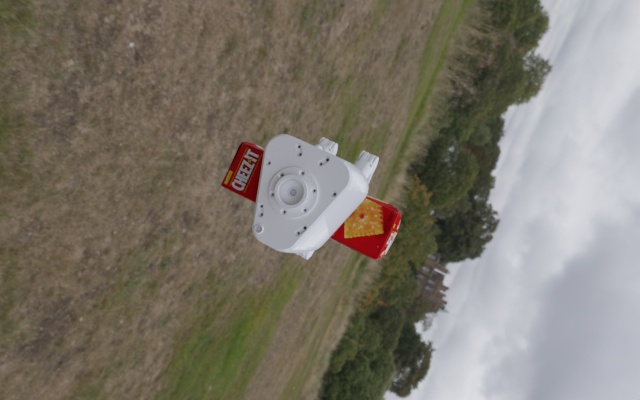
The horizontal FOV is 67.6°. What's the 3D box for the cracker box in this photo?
[{"bbox_3d":[0.000,0.002,0.642,0.213,0.072,0.164,26,1,12],"label":"cracker box"}]
